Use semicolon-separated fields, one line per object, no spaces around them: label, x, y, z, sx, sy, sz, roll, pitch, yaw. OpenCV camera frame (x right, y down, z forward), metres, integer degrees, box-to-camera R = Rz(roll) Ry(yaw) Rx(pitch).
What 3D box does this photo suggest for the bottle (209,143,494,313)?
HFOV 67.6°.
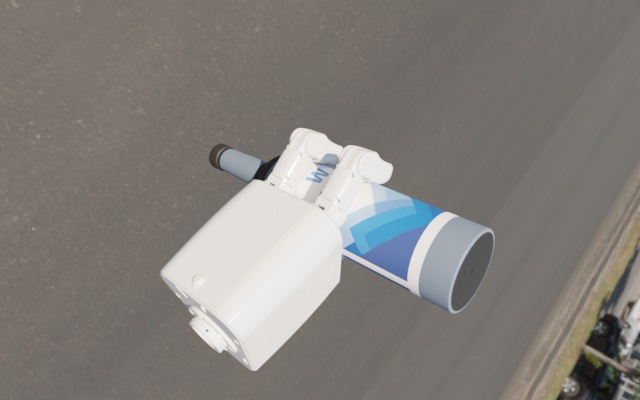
bottle;0.000;0.001;0.426;0.295;0.069;0.069;25;15;36
